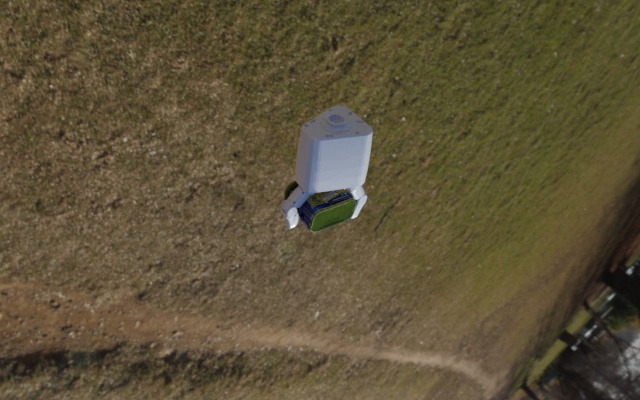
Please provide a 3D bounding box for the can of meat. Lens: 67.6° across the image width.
[{"bbox_3d":[0.000,0.003,0.842,0.102,0.057,0.084,-19,48,-30],"label":"can of meat"}]
